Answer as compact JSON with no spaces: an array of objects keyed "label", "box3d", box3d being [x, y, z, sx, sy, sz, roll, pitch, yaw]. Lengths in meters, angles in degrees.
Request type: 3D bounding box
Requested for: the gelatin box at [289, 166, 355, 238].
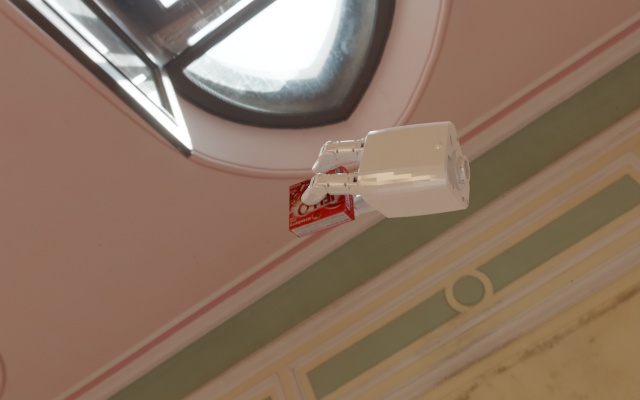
[{"label":"gelatin box","box3d":[0.000,0.002,0.646,0.089,0.073,0.030,-20,-38,24]}]
